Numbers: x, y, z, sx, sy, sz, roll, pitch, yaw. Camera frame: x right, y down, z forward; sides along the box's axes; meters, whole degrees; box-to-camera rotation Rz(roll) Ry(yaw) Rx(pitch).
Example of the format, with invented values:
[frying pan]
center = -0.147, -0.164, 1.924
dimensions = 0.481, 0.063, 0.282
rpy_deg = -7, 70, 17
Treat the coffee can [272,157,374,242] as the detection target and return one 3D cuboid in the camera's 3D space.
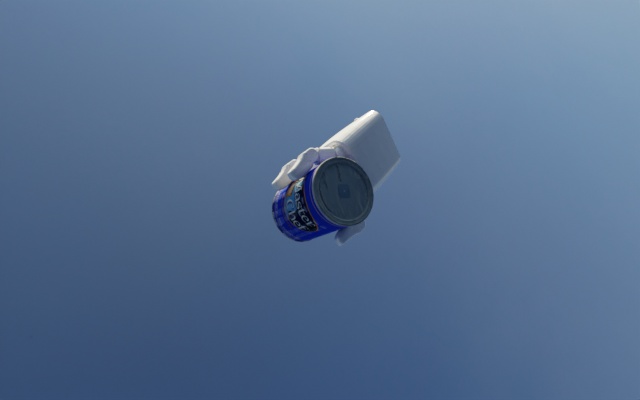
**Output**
[coffee can]
center = 0.000, 0.003, 0.739
dimensions = 0.103, 0.102, 0.140
rpy_deg = 0, -14, -31
